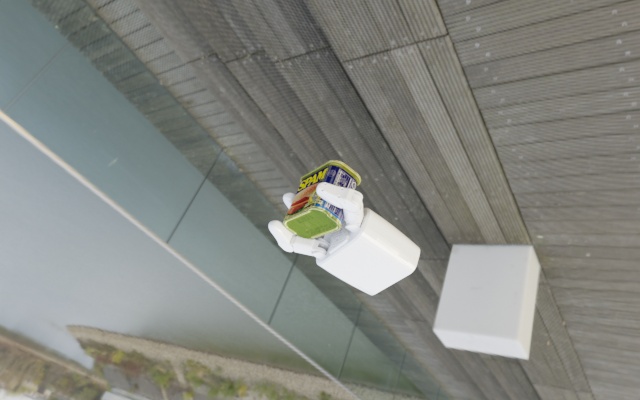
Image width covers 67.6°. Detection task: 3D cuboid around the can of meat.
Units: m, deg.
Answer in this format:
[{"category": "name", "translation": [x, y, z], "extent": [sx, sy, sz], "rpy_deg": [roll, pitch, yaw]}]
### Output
[{"category": "can of meat", "translation": [0.000, 0.002, 0.677], "extent": [0.057, 0.084, 0.102], "rpy_deg": [36, -34, -22]}]
